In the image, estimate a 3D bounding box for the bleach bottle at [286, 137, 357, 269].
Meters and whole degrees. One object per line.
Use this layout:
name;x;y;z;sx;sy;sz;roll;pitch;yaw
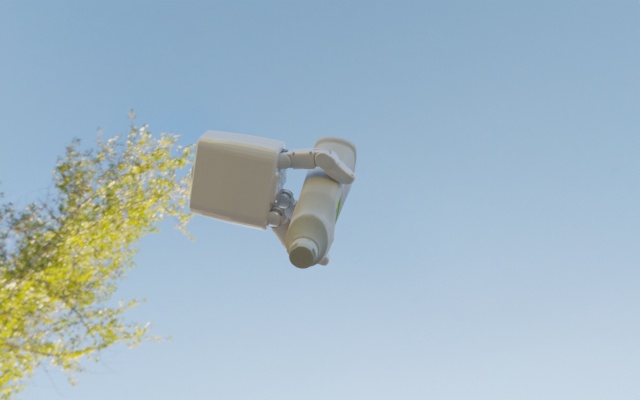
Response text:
bleach bottle;0.000;0.002;0.627;0.068;0.103;0.250;10;26;5
